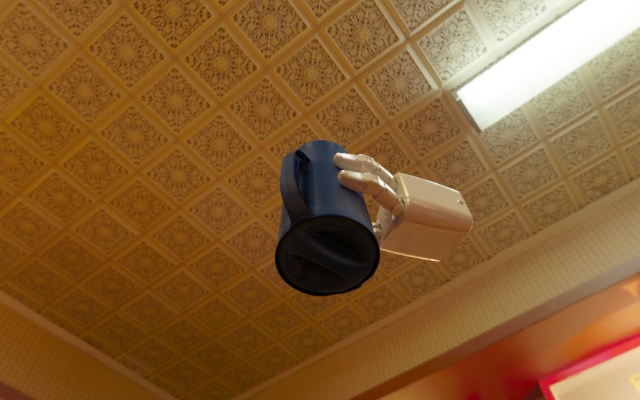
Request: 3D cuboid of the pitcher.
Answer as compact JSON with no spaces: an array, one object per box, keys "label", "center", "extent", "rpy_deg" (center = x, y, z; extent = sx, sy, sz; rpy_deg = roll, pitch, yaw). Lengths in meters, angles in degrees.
[{"label":"pitcher","center":[0.000,0.002,0.688],"extent":[0.145,0.149,0.242],"rpy_deg":[12,32,-11]}]
